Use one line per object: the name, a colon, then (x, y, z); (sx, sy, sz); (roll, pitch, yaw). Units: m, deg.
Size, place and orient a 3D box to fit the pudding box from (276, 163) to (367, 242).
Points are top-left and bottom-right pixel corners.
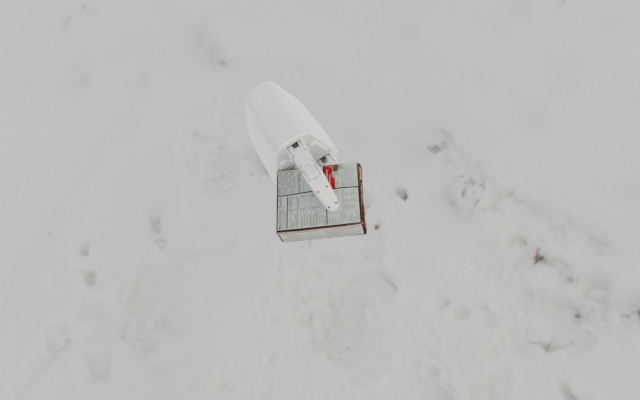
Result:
pudding box: (0.000, 0.002, 0.612); (0.113, 0.090, 0.039); (-7, -25, 11)
